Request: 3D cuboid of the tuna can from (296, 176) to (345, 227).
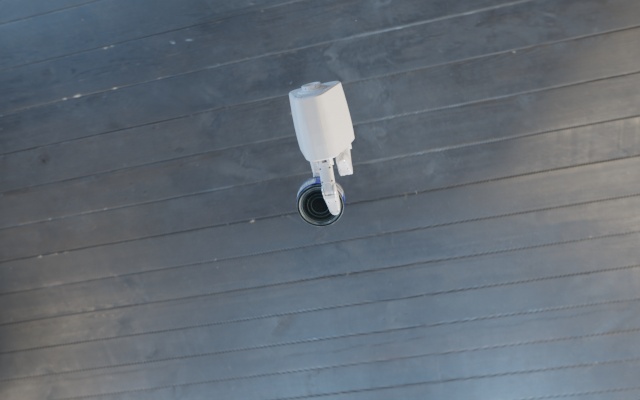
[{"bbox_3d":[0.000,0.003,0.840,0.086,0.086,0.033,0,26,3],"label":"tuna can"}]
